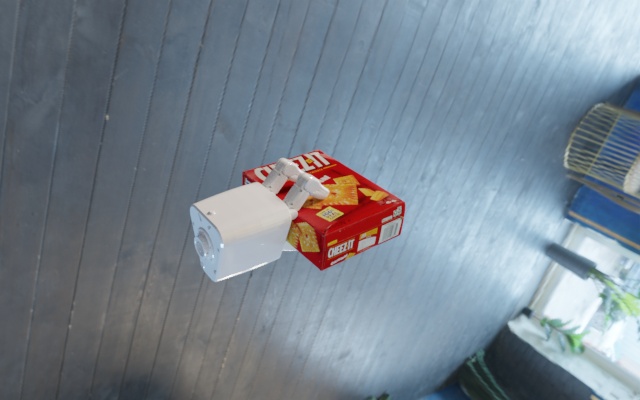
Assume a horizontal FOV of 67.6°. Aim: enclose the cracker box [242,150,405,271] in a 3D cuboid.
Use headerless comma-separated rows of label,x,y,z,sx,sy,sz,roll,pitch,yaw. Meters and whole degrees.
cracker box,0.000,0.003,0.750,0.164,0.072,0.213,-19,39,-34
